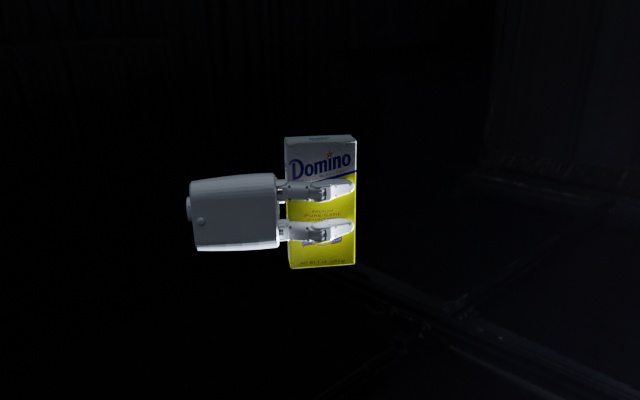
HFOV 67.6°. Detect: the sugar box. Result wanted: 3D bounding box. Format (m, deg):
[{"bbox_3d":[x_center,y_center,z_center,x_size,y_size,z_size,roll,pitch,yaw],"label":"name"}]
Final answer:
[{"bbox_3d":[0.000,0.002,0.648,0.093,0.176,0.048,-4,21,-8],"label":"sugar box"}]
